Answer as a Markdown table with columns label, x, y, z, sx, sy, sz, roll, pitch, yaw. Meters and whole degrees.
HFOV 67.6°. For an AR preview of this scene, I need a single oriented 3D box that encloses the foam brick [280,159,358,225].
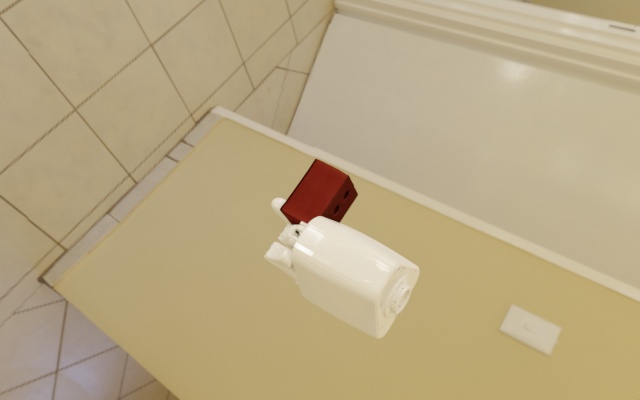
| label | x | y | z | sx | sy | sz | roll | pitch | yaw |
| --- | --- | --- | --- | --- | --- | --- | --- | --- | --- |
| foam brick | 0.000 | 0.002 | 0.567 | 0.051 | 0.078 | 0.053 | 26 | -16 | 29 |
